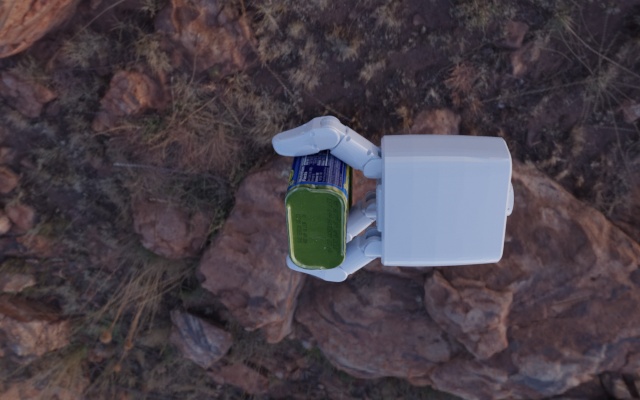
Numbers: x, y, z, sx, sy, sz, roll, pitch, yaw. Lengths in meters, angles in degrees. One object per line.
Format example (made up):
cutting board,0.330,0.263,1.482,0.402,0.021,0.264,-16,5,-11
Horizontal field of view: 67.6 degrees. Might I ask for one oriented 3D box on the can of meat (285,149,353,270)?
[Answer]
can of meat,0.000,0.002,0.438,0.057,0.102,0.084,2,39,5
